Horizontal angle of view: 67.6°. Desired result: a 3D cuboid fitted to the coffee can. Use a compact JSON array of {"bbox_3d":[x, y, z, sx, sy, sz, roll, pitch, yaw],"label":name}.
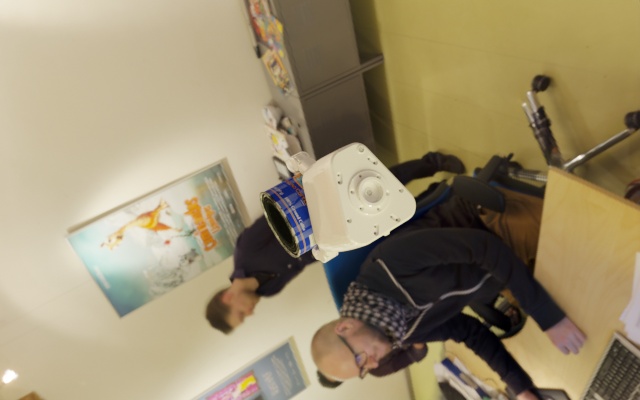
[{"bbox_3d":[0.000,0.002,0.675,0.140,0.103,0.103,-29,10,-18],"label":"coffee can"}]
